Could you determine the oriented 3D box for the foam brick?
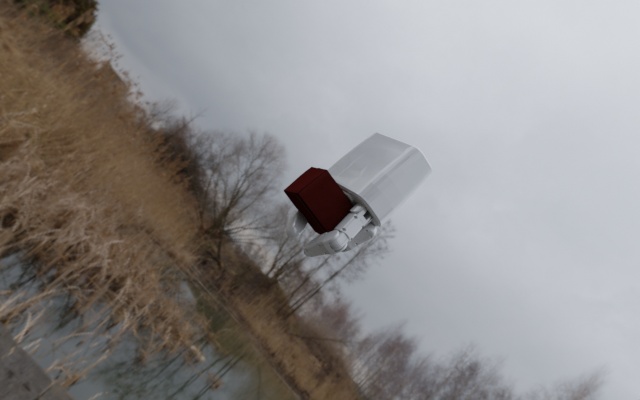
[{"bbox_3d":[0.000,0.002,0.616,0.051,0.078,0.053,-42,22,-13],"label":"foam brick"}]
